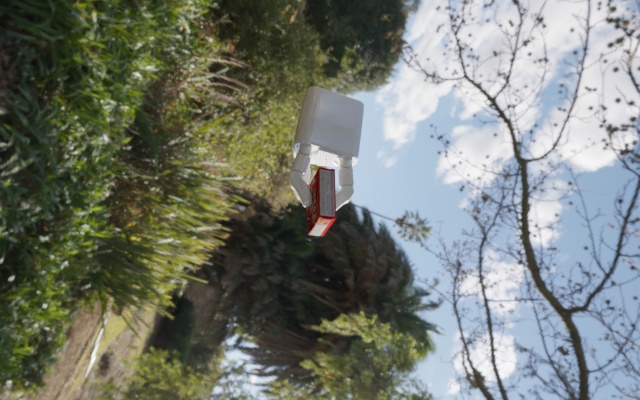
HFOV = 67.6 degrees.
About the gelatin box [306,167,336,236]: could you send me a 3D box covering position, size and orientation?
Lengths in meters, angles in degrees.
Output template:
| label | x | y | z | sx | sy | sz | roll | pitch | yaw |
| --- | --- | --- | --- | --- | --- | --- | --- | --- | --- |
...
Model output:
| label | x | y | z | sx | sy | sz | roll | pitch | yaw |
| --- | --- | --- | --- | --- | --- | --- | --- | --- | --- |
| gelatin box | 0.001 | 0.003 | 0.761 | 0.030 | 0.089 | 0.073 | 6 | -27 | -15 |
